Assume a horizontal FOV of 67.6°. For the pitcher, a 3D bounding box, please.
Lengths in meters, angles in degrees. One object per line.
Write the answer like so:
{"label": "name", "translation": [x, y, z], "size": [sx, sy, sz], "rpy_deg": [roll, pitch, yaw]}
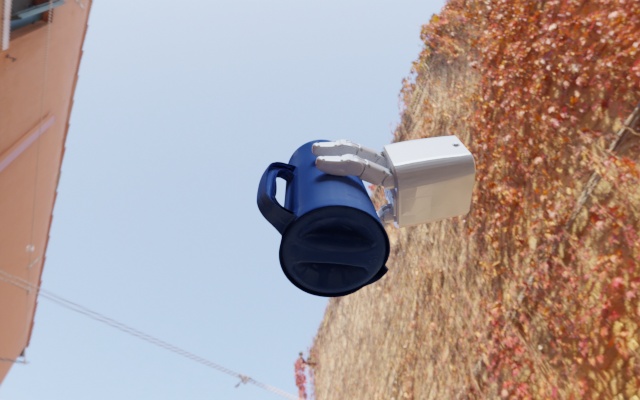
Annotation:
{"label": "pitcher", "translation": [0.000, 0.002, 0.658], "size": [0.145, 0.149, 0.242], "rpy_deg": [-11, 30, 1]}
